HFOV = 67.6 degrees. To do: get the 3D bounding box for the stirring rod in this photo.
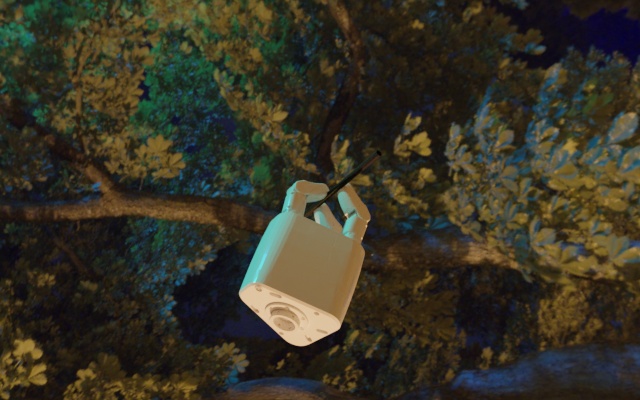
[{"bbox_3d":[0.000,0.002,0.635,0.011,0.011,0.240,0,-28,-40],"label":"stirring rod"}]
